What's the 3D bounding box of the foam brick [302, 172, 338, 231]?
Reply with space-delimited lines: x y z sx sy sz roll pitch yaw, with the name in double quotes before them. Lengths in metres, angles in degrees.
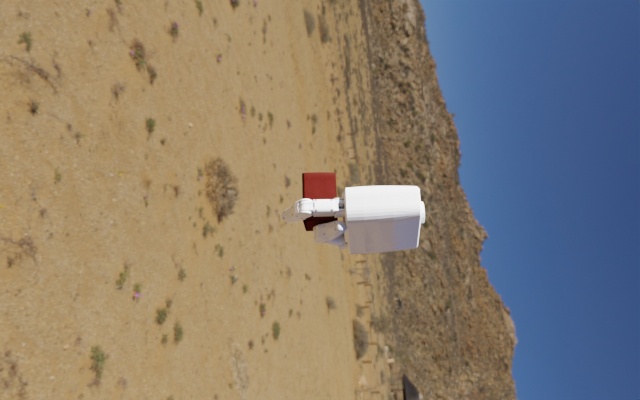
"foam brick" 0.000 0.002 0.724 0.051 0.078 0.053 -3 -21 3
